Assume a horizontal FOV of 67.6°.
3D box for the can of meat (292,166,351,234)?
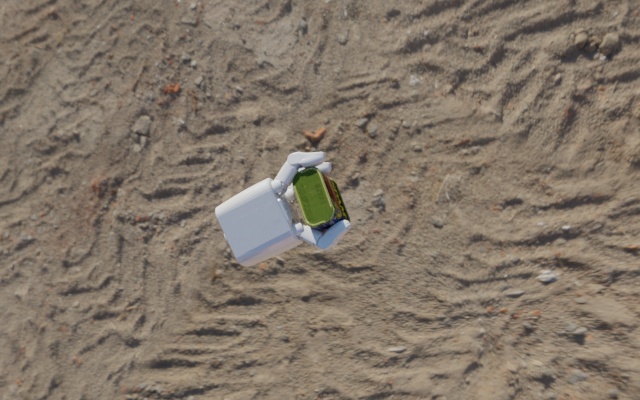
[{"bbox_3d":[0.000,0.003,0.773,0.057,0.102,0.084,-24,-19,12],"label":"can of meat"}]
